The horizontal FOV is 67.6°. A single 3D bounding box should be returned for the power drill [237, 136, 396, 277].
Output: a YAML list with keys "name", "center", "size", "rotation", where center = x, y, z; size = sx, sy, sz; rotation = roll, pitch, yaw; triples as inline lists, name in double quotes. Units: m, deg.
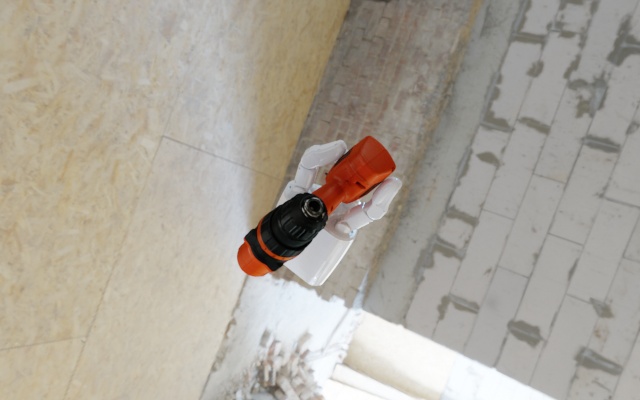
- name: "power drill"
  center: [0.000, 0.002, 0.525]
  size: [0.187, 0.057, 0.184]
  rotation: [-38, 0, -33]
